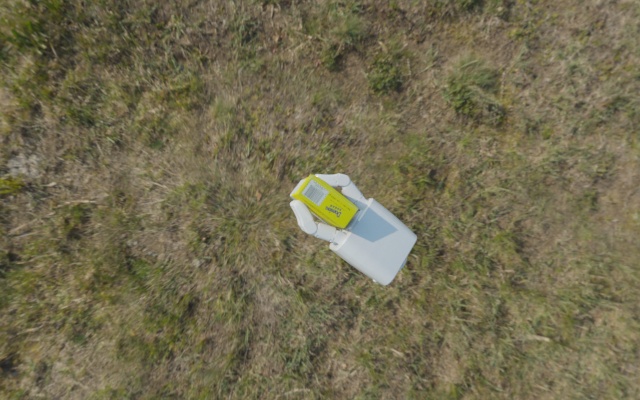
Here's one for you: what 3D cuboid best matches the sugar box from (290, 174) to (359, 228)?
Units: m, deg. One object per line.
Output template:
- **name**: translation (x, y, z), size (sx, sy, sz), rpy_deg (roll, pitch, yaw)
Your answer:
- **sugar box**: translation (0.000, 0.003, 0.814), size (0.093, 0.048, 0.176), rpy_deg (37, -8, -5)
